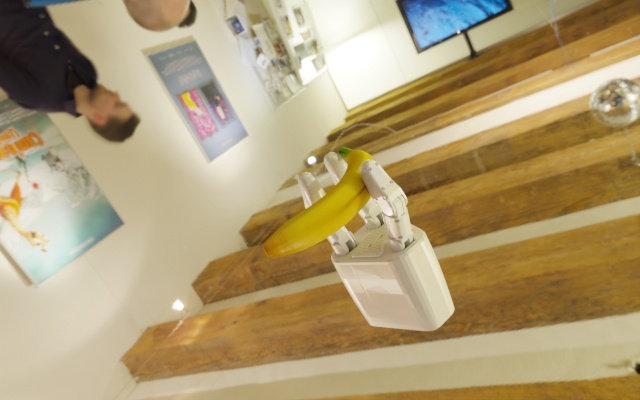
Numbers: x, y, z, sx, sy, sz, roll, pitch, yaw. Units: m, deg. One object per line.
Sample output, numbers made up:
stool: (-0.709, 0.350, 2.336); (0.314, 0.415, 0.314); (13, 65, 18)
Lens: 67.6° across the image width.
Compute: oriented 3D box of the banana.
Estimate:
banana: (0.017, -0.003, 0.496); (0.069, 0.037, 0.197); (-9, 27, 35)
